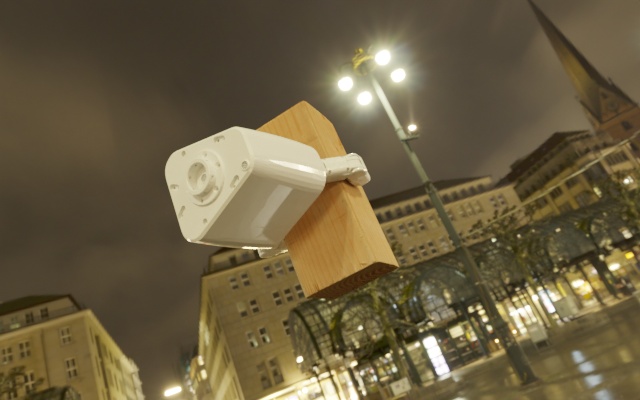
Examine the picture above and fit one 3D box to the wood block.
[{"bbox_3d":[0.000,0.001,0.560,0.091,0.206,0.090,-29,-21,16],"label":"wood block"}]
